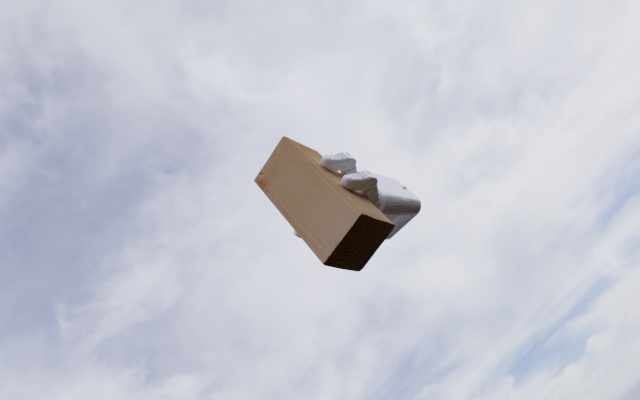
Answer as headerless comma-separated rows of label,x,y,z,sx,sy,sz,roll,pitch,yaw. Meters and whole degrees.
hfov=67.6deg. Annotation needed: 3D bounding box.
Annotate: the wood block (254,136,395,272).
wood block,0.000,0.003,0.719,0.090,0.091,0.206,18,22,-48
